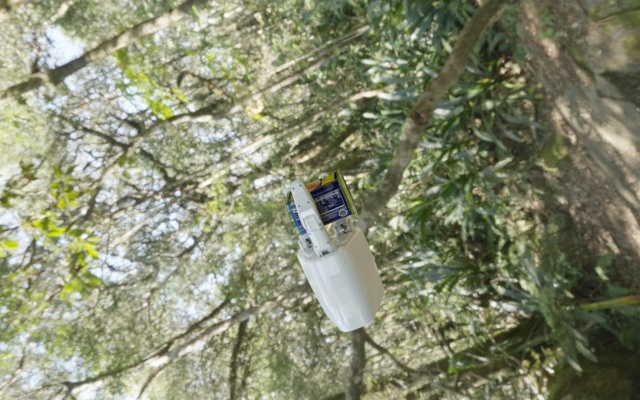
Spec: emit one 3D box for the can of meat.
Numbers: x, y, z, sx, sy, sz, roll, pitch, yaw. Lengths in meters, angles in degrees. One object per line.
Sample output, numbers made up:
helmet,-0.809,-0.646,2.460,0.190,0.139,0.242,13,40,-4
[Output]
can of meat,0.000,0.002,0.648,0.084,0.057,0.102,-23,10,5
